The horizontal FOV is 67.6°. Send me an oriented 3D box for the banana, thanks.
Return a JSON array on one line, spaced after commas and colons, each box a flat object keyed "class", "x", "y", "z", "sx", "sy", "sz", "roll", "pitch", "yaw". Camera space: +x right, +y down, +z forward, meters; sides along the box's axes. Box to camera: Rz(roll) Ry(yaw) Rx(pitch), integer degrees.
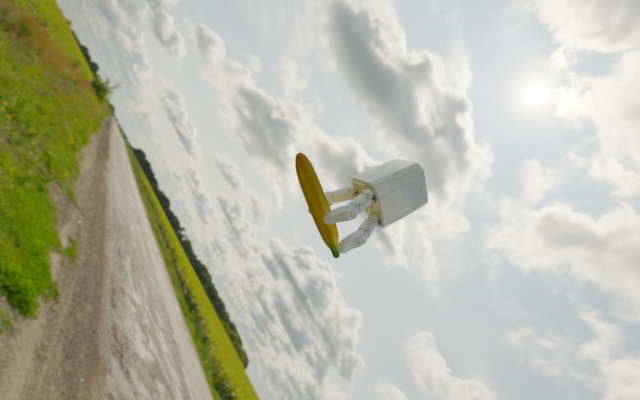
[{"class": "banana", "x": -0.003, "y": 0.004, "z": 0.860, "sx": 0.037, "sy": 0.198, "sz": 0.069, "roll": -24, "pitch": 10, "yaw": -11}]
